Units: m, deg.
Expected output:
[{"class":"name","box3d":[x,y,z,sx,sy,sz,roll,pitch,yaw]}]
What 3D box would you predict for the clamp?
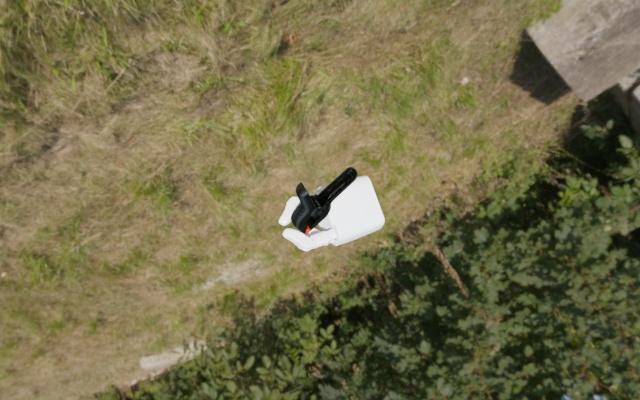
[{"class":"clamp","box3d":[0.000,0.003,0.849,0.120,0.039,0.172,-17,-24,-21]}]
